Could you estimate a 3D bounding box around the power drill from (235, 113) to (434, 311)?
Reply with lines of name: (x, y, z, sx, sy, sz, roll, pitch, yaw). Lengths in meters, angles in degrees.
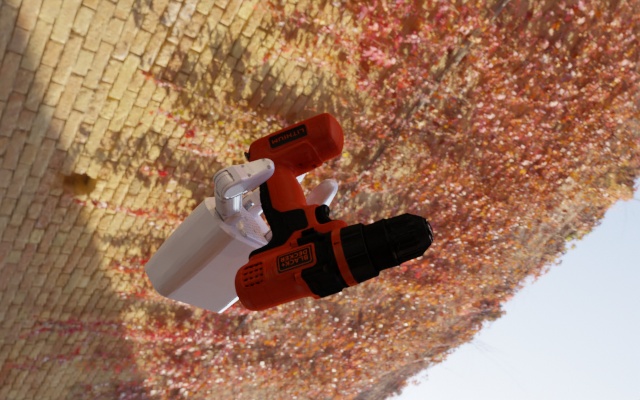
power drill: (0.000, 0.001, 0.465, 0.184, 0.187, 0.057, -19, -40, 11)
